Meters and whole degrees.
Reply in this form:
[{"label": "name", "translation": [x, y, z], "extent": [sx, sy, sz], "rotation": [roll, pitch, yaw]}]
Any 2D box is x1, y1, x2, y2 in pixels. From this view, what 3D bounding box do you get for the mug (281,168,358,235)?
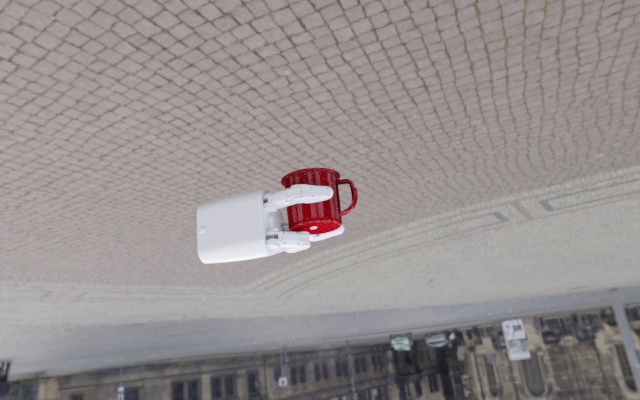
[{"label": "mug", "translation": [0.002, 0.002, 0.725], "extent": [0.117, 0.081, 0.093], "rotation": [-11, -18, 14]}]
